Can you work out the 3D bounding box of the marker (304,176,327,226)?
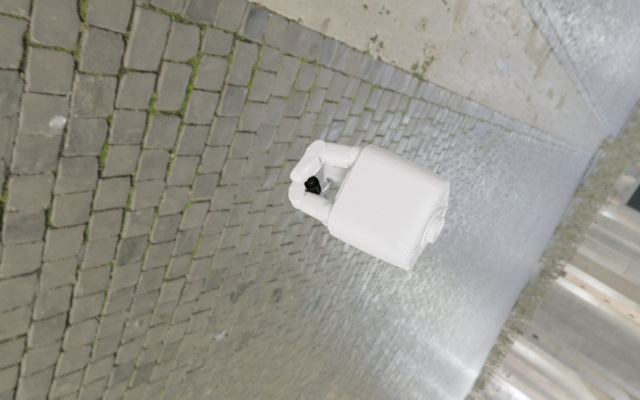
[{"bbox_3d":[0.000,0.002,0.625,0.020,0.020,0.121,0,-26,13],"label":"marker"}]
